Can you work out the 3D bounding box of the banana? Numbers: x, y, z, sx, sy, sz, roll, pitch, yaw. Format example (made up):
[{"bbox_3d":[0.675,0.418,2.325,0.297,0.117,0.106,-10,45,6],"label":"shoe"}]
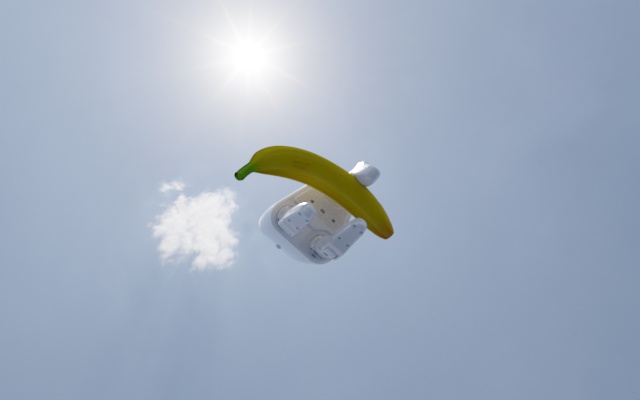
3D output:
[{"bbox_3d":[0.001,-0.016,0.540,0.198,0.069,0.037,21,-24,-19],"label":"banana"}]
